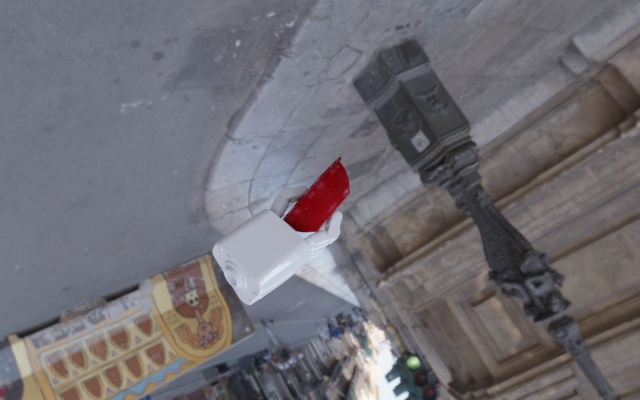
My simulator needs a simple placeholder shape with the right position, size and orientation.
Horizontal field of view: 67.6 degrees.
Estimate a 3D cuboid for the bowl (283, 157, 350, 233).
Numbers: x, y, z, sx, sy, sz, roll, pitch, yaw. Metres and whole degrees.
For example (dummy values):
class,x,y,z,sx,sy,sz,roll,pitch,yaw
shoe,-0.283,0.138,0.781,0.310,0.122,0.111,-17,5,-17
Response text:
class,x,y,z,sx,sy,sz,roll,pitch,yaw
bowl,0.001,0.002,0.818,0.055,0.162,0.162,41,0,1
